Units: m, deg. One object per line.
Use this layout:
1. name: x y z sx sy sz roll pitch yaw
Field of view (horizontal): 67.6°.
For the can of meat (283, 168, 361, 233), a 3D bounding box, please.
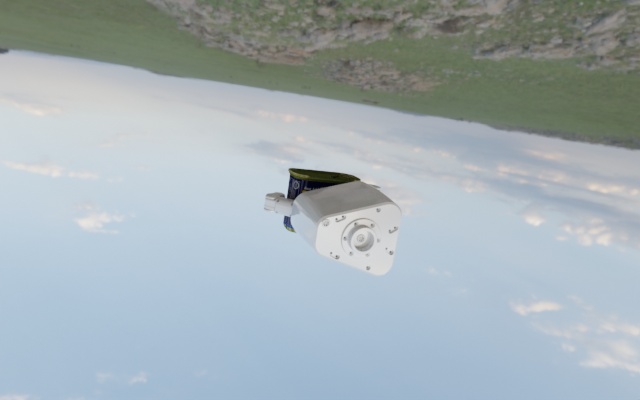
1. can of meat: 0.000 0.003 0.686 0.102 0.084 0.057 4 12 -21
